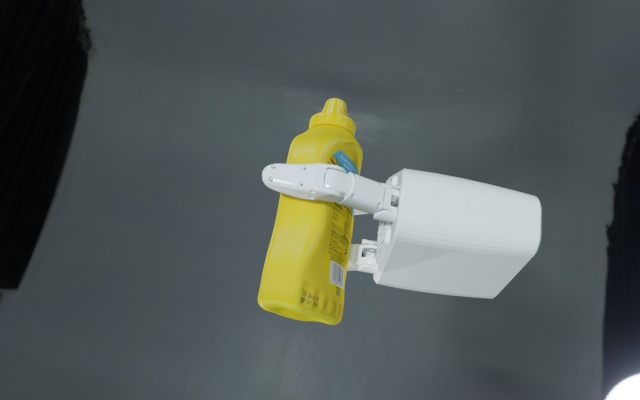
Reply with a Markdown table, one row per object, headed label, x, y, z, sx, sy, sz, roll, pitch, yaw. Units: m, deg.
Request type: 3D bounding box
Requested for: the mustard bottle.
| label | x | y | z | sx | sy | sz | roll | pitch | yaw |
| --- | --- | --- | --- | --- | --- | --- | --- | --- | --- |
| mustard bottle | 0.000 | 0.002 | 0.400 | 0.058 | 0.191 | 0.096 | 1 | -20 | 24 |
